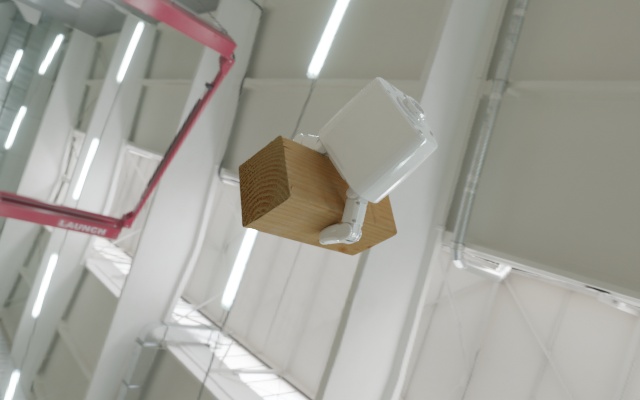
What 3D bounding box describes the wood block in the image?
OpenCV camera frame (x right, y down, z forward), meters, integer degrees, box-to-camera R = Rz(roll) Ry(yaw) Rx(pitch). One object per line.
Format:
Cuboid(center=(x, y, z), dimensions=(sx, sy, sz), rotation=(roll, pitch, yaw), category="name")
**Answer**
Cuboid(center=(0.001, 0.002, 0.645), dimensions=(0.090, 0.090, 0.206), rotation=(-31, -35, 35), category="wood block")
